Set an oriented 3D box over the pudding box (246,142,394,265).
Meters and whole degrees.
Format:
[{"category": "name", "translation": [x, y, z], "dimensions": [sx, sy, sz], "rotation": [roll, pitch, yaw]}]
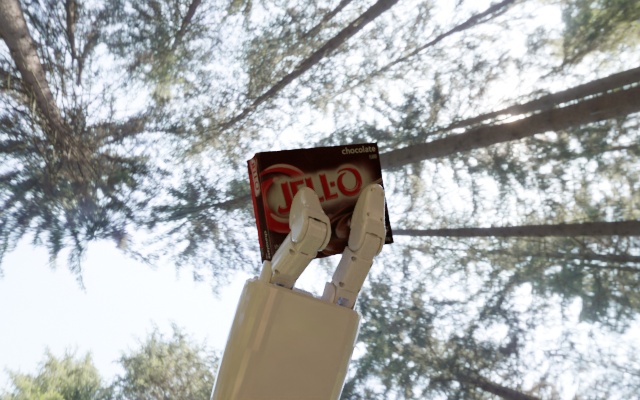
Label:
[{"category": "pudding box", "translation": [0.000, 0.001, 0.401], "dimensions": [0.113, 0.090, 0.039], "rotation": [-8, -2, -27]}]
